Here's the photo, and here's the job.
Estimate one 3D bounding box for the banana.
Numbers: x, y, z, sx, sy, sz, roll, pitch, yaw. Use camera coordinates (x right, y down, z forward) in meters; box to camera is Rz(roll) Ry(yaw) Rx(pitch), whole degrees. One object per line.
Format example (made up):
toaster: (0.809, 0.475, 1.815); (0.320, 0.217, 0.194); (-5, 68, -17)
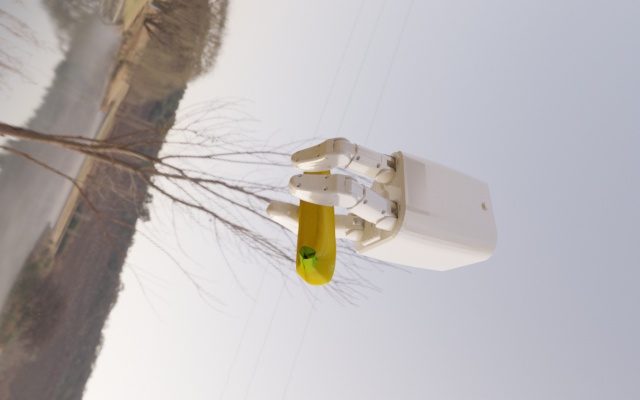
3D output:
banana: (-0.002, 0.019, 0.454); (0.037, 0.070, 0.197); (6, 30, -4)
